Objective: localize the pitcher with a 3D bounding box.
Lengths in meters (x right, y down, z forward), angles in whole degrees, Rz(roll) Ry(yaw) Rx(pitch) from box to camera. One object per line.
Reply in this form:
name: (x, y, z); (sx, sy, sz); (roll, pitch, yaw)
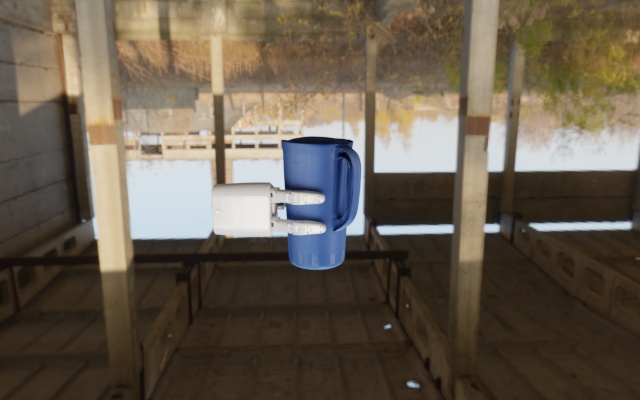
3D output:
pitcher: (0.000, 0.003, 0.892); (0.145, 0.243, 0.149); (1, 12, 2)
